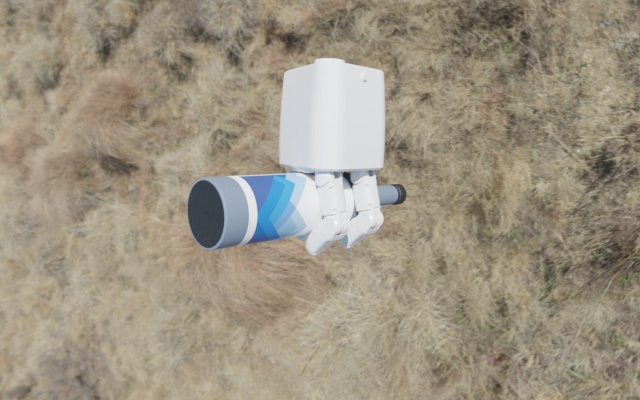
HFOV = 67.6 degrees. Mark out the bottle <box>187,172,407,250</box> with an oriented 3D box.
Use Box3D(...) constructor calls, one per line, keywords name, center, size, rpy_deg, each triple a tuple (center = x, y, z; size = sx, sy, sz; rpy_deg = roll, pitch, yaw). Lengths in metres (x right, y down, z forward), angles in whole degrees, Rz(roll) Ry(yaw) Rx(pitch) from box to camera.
Box3D(name="bottle", center=(0.000, 0.002, 0.534), size=(0.295, 0.069, 0.069), rpy_deg=(-6, 4, -45))
